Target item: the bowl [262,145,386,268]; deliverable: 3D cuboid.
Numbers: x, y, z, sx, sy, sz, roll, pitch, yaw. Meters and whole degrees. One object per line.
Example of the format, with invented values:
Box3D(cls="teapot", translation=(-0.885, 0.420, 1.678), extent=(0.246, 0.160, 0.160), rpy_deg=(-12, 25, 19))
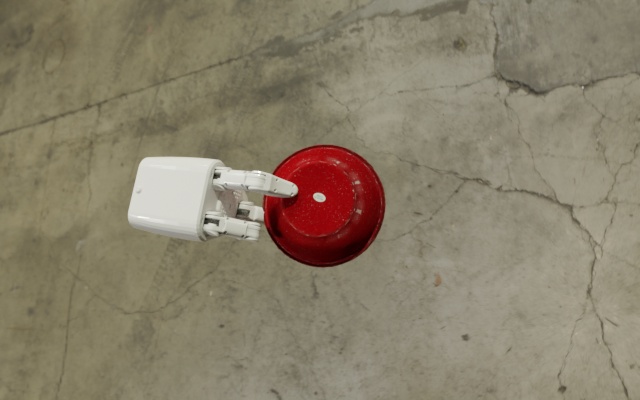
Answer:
Box3D(cls="bowl", translation=(0.001, 0.002, 0.595), extent=(0.162, 0.162, 0.055), rpy_deg=(0, -9, 7))
